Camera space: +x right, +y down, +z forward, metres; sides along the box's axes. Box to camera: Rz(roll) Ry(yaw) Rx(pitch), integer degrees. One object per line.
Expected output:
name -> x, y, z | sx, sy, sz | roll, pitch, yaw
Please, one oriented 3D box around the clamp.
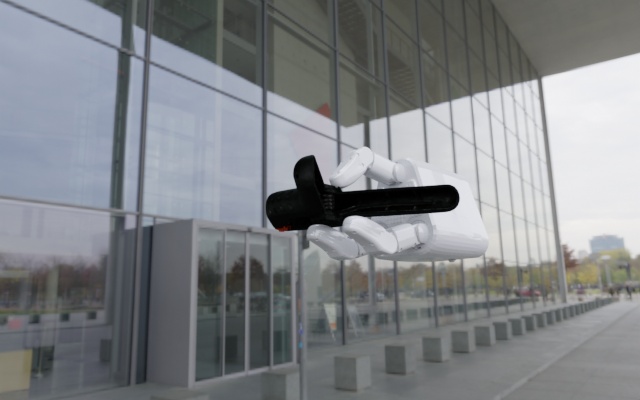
clamp -> 0.000, 0.001, 0.460 | 0.164, 0.036, 0.210 | 13, -17, -37
